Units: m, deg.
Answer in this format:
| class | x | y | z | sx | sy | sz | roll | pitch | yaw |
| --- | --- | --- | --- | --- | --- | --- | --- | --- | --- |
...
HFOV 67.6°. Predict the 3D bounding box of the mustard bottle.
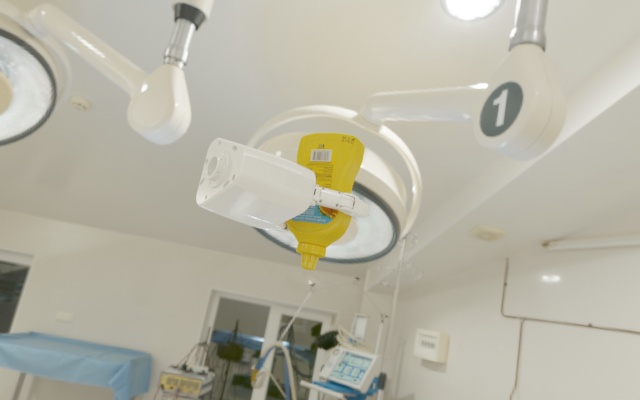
| class | x | y | z | sx | sy | sz | roll | pitch | yaw |
| --- | --- | --- | --- | --- | --- | --- | --- | --- | --- |
| mustard bottle | 0.000 | 0.002 | 0.673 | 0.096 | 0.191 | 0.058 | 5 | -14 | 27 |
